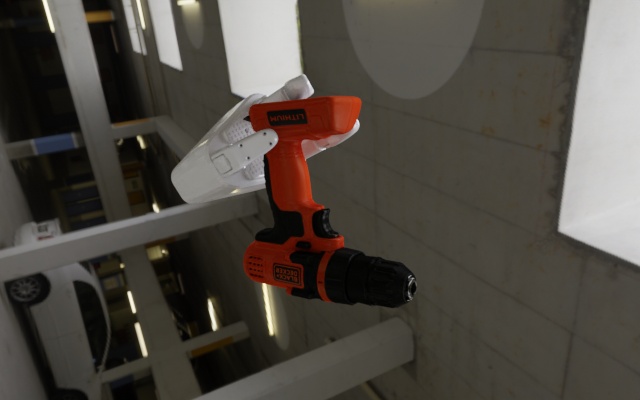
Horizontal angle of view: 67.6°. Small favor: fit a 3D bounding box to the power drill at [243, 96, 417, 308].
[{"bbox_3d":[0.000,0.001,0.440,0.184,0.188,0.057,4,10,33],"label":"power drill"}]
